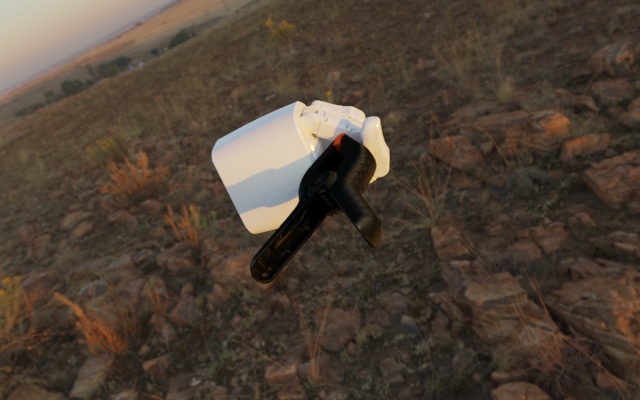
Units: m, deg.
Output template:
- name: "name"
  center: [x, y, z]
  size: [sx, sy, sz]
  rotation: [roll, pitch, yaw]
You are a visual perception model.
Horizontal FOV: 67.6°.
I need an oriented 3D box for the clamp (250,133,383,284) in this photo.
- name: "clamp"
  center: [0.000, 0.001, 0.418]
  size: [0.120, 0.039, 0.171]
  rotation: [-22, 27, 21]
